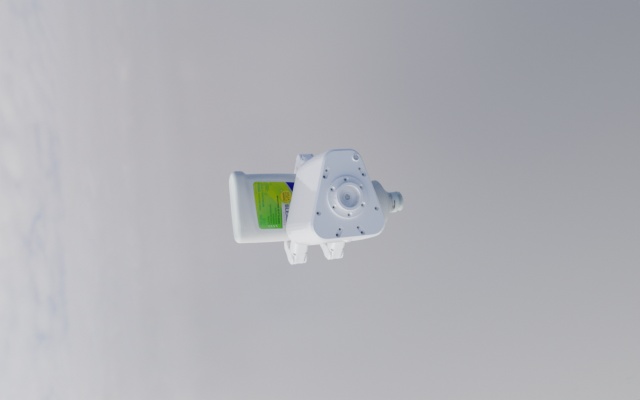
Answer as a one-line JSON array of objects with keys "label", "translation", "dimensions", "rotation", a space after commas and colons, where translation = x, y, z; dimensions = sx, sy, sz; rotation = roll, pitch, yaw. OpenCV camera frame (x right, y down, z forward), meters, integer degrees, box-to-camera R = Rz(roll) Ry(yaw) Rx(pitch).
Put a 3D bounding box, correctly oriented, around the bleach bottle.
[{"label": "bleach bottle", "translation": [0.000, 0.002, 0.691], "dimensions": [0.251, 0.102, 0.068], "rotation": [-5, -5, -18]}]
